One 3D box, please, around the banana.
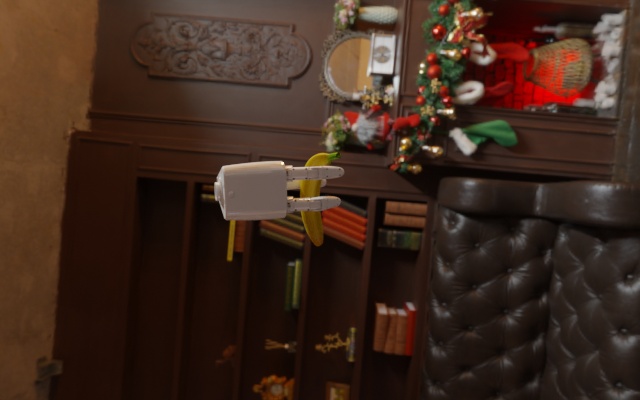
[{"bbox_3d":[-0.010,-0.009,0.886,0.037,0.198,0.069,-14,37,-35],"label":"banana"}]
